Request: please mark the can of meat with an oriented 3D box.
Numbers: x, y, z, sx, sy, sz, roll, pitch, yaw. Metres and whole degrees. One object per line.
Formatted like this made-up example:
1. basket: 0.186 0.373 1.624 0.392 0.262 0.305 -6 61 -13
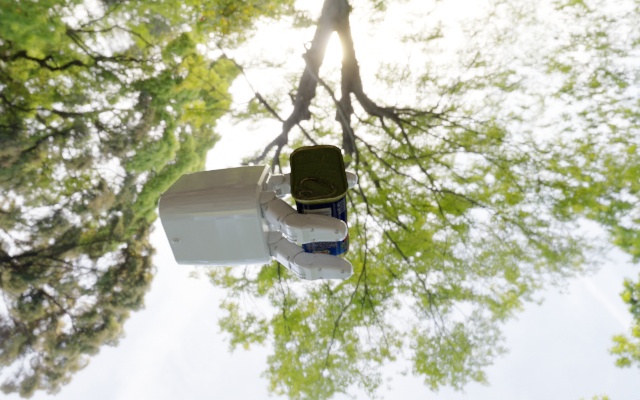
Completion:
1. can of meat: 0.000 0.002 0.514 0.057 0.084 0.102 -6 37 0
